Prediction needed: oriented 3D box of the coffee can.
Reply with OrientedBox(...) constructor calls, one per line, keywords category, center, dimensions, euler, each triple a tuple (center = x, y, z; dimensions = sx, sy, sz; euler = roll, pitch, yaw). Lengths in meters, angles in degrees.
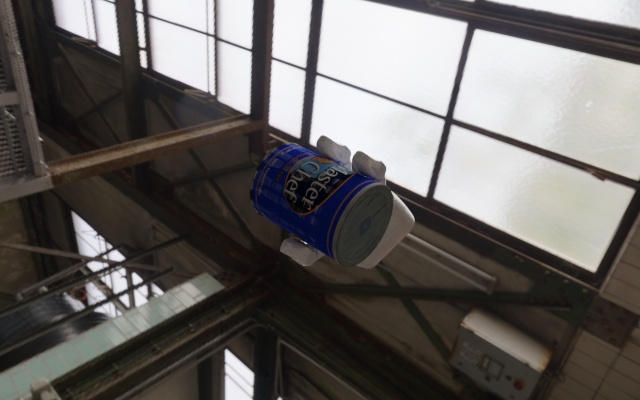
OrientedBox(category="coffee can", center=(0.000, 0.002, 0.570), dimensions=(0.140, 0.103, 0.103), euler=(28, 16, 33))
